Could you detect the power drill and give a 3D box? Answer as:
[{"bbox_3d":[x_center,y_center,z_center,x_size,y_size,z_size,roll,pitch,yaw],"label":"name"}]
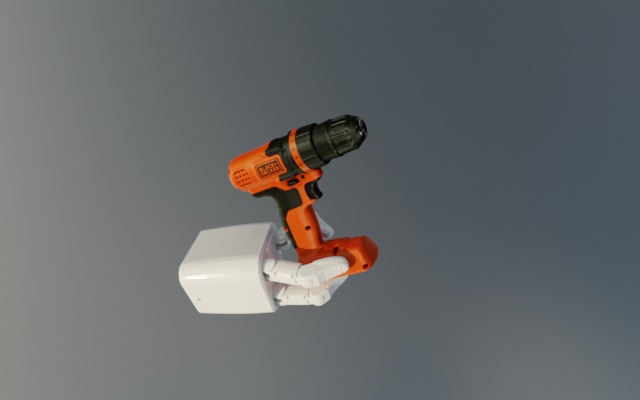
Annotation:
[{"bbox_3d":[0.000,0.002,0.578,0.184,0.188,0.057,-17,19,30],"label":"power drill"}]
